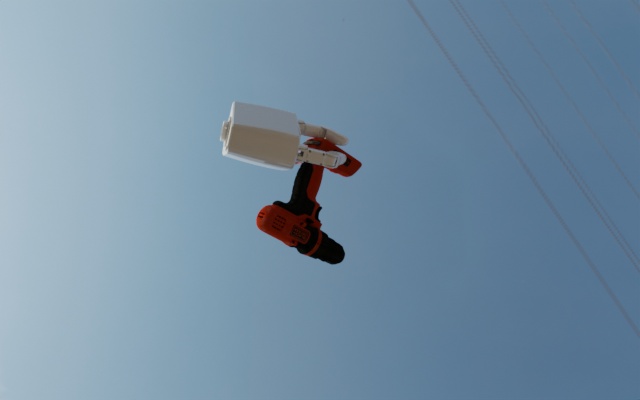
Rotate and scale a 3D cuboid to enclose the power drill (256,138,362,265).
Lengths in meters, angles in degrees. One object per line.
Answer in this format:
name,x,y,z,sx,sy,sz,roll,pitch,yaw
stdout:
power drill,0.000,0.002,0.817,0.184,0.187,0.057,31,-13,-34
